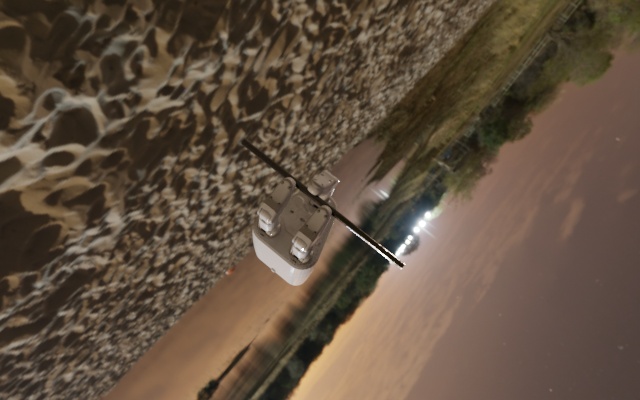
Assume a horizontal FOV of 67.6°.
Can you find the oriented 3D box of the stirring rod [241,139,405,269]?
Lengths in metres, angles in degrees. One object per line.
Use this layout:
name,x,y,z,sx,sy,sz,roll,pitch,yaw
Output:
stirring rod,0.000,0.002,0.560,0.239,0.011,0.011,38,7,9
